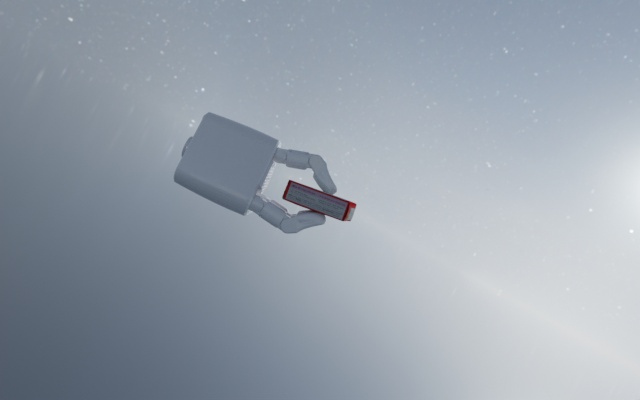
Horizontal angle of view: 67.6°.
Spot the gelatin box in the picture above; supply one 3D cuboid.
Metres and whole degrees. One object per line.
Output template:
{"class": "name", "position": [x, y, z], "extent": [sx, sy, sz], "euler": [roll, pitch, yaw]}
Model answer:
{"class": "gelatin box", "position": [0.001, 0.002, 0.650], "extent": [0.089, 0.030, 0.073], "euler": [20, 1, 11]}
